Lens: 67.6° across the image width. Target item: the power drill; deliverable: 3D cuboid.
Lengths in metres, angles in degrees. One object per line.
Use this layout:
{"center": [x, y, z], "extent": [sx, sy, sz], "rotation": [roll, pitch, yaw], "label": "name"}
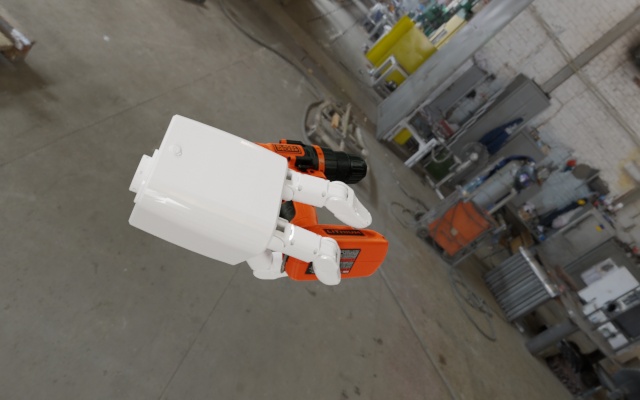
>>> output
{"center": [0.000, 0.002, 0.532], "extent": [0.184, 0.057, 0.187], "rotation": [0, 38, -27], "label": "power drill"}
